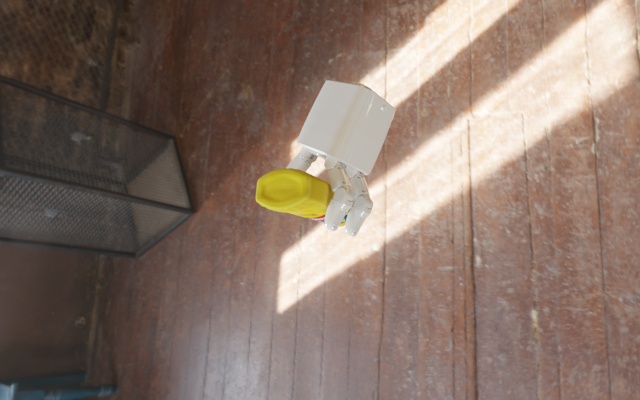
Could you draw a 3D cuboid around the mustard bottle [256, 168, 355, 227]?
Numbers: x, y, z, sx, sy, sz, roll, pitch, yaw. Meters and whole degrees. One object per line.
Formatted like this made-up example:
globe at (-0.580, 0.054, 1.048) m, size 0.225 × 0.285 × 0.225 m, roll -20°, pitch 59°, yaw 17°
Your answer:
mustard bottle at (0.000, 0.003, 0.705) m, size 0.096 × 0.058 × 0.192 m, roll -4°, pitch -13°, yaw 34°
